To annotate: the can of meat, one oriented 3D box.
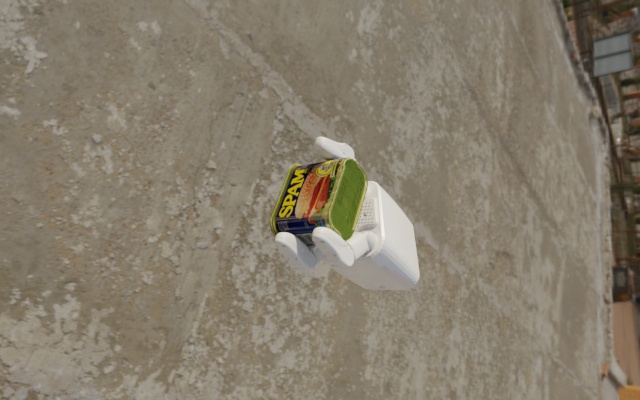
[{"bbox_3d":[0.000,0.002,0.553,0.084,0.102,0.057,-7,-38,38],"label":"can of meat"}]
